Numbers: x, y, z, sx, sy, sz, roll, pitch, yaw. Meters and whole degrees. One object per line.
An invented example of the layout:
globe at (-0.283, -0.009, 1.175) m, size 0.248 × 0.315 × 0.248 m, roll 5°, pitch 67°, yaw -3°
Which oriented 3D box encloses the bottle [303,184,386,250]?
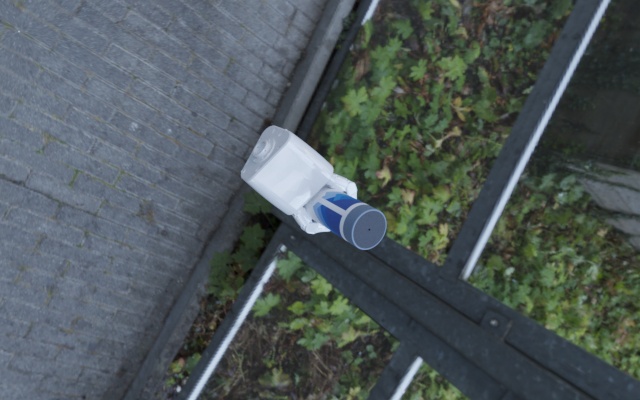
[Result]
bottle at (0.000, 0.003, 0.850) m, size 0.069 × 0.069 × 0.295 m, roll 0°, pitch 17°, yaw -32°
